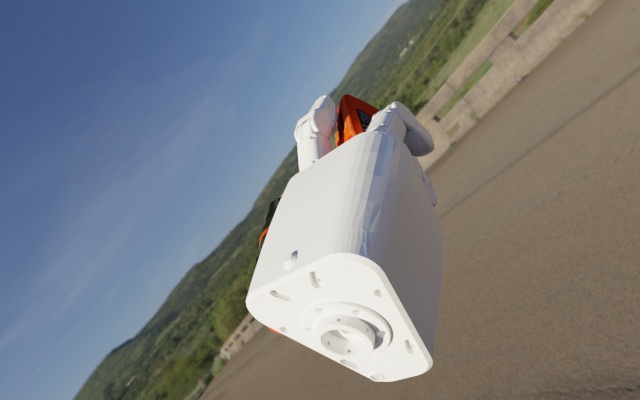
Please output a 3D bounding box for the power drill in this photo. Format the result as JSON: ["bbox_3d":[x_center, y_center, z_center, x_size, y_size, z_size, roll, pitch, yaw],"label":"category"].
[{"bbox_3d":[0.000,0.001,0.439,0.057,0.188,0.184,22,27,-19],"label":"power drill"}]
